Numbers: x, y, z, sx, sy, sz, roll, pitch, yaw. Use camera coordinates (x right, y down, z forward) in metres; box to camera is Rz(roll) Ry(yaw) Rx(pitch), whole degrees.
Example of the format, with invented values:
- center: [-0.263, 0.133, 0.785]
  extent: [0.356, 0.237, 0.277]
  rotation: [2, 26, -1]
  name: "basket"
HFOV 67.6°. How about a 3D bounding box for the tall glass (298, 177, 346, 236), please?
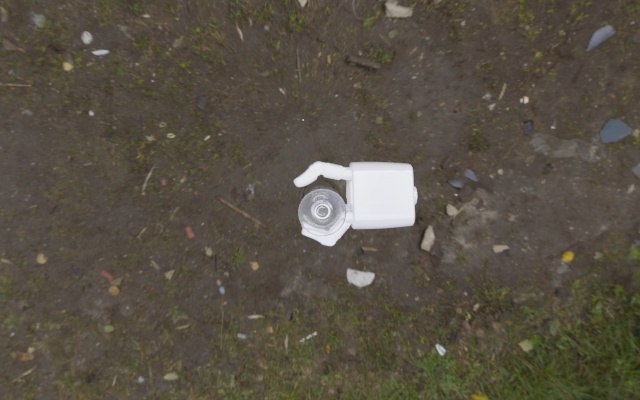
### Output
- center: [0.000, 0.003, 0.832]
  extent: [0.079, 0.079, 0.201]
  rotation: [0, 10, -2]
  name: "tall glass"
